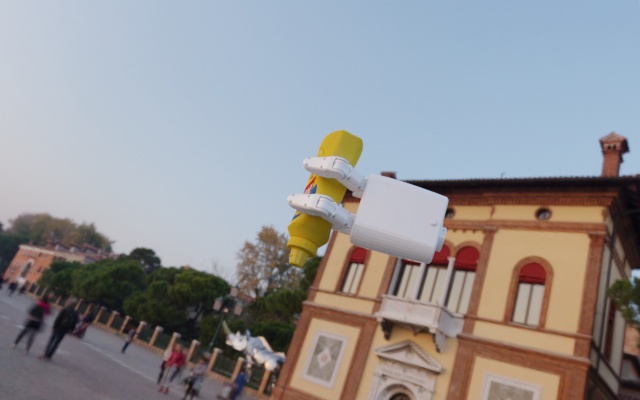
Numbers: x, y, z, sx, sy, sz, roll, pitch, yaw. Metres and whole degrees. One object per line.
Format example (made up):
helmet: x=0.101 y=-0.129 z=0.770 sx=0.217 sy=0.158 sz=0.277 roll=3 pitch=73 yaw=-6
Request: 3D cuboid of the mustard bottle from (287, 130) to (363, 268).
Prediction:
mustard bottle: x=0.000 y=0.002 z=0.658 sx=0.058 sy=0.191 sz=0.096 roll=25 pitch=-21 yaw=-12
